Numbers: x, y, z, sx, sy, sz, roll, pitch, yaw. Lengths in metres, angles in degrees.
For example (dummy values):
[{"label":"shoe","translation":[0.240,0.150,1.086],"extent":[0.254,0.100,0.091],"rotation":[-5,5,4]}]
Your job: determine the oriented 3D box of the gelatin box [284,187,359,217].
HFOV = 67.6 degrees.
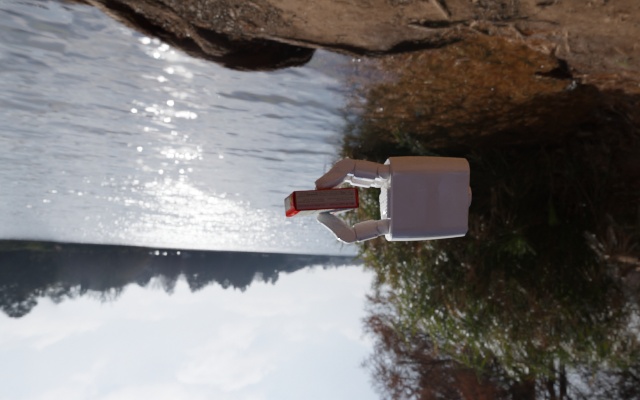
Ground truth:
[{"label":"gelatin box","translation":[0.000,0.003,0.650],"extent":[0.089,0.030,0.073],"rotation":[-4,-6,-14]}]
